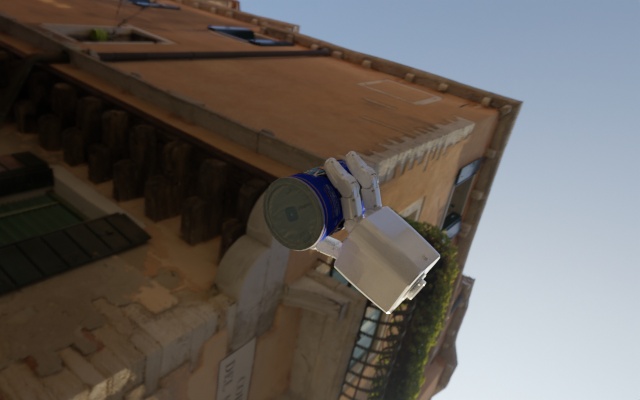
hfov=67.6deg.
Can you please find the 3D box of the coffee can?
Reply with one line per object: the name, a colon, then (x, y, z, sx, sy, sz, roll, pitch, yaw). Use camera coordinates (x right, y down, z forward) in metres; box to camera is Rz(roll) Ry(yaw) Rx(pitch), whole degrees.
coffee can: (0.000, 0.002, 0.697, 0.103, 0.103, 0.140, 0, 14, 36)
